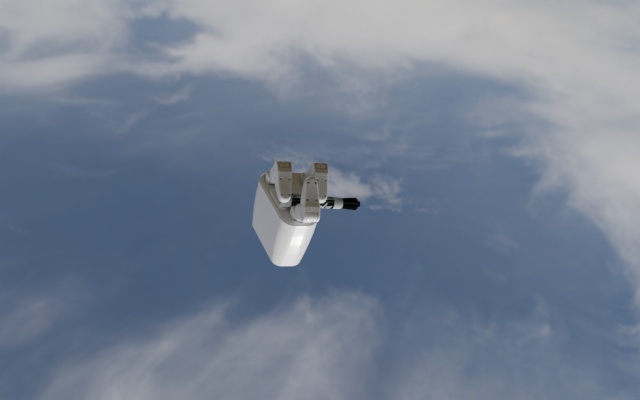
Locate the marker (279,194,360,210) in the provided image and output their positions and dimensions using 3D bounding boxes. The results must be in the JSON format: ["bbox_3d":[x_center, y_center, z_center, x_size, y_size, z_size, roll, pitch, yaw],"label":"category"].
[{"bbox_3d":[0.000,0.002,0.693,0.121,0.020,0.020,3,-1,-18],"label":"marker"}]
